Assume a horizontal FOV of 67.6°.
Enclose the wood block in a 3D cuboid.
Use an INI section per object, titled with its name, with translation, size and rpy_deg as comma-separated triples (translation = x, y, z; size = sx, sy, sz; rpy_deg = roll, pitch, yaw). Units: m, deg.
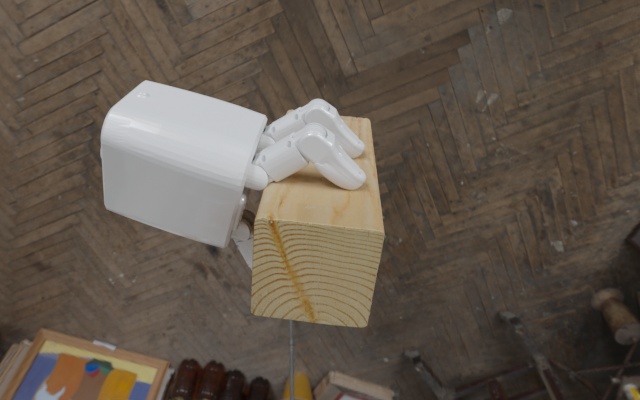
[wood block]
translation = 0.000, 0.002, 0.424
size = 0.090, 0.091, 0.206
rpy_deg = 6, 31, -1
